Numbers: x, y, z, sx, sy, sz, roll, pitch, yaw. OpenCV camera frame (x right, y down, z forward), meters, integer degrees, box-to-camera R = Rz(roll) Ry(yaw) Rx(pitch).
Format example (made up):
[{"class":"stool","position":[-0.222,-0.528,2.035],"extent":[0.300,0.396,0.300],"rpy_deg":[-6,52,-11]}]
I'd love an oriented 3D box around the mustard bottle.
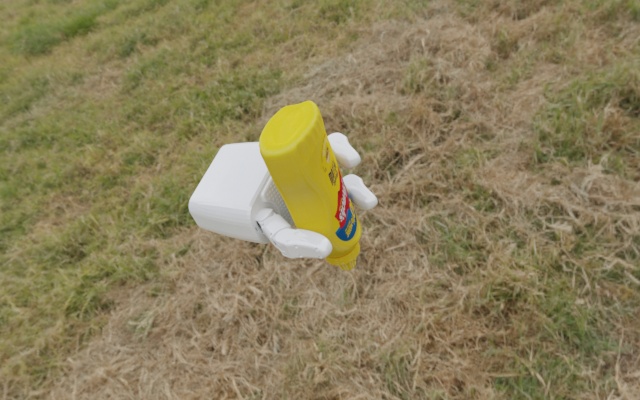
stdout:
[{"class":"mustard bottle","position":[0.000,0.001,0.496],"extent":[0.058,0.192,0.096],"rpy_deg":[-11,35,17]}]
